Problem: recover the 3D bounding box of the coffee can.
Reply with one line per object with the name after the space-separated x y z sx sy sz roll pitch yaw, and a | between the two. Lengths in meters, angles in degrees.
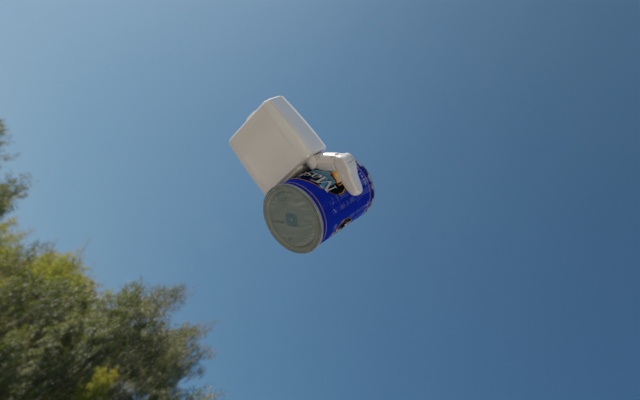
0.000 0.002 0.703 0.103 0.103 0.140 0 21 39 | coffee can
